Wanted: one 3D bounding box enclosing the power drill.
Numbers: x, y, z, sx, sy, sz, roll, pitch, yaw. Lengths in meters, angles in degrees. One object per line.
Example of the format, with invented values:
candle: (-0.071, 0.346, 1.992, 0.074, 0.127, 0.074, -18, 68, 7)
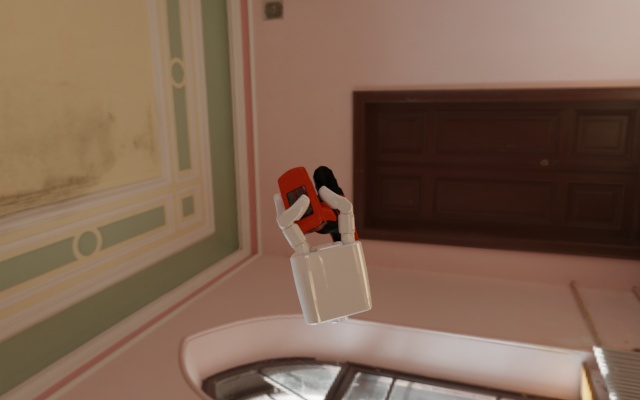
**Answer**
power drill: (0.000, 0.003, 0.825, 0.057, 0.184, 0.188, -28, -23, 18)
